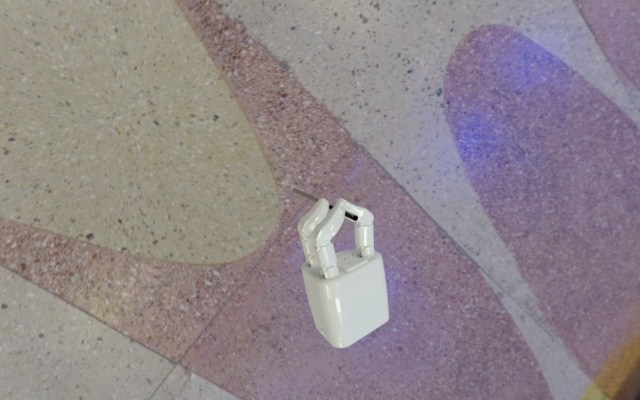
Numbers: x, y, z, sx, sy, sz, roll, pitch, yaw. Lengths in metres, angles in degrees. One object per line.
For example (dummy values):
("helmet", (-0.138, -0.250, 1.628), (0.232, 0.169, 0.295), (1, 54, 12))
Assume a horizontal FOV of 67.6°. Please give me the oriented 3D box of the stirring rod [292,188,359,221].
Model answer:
("stirring rod", (0.000, 0.002, 0.723), (0.011, 0.011, 0.239), (0, 10, -22))
